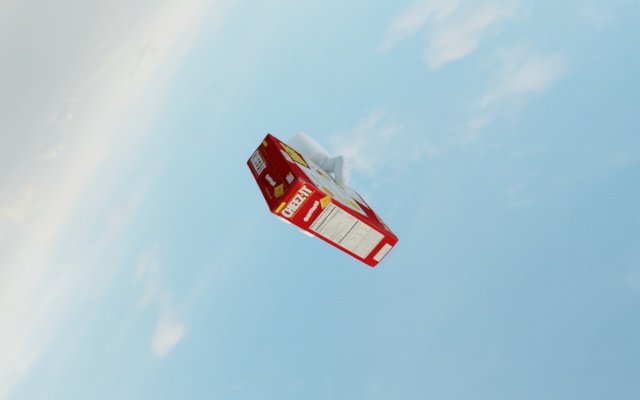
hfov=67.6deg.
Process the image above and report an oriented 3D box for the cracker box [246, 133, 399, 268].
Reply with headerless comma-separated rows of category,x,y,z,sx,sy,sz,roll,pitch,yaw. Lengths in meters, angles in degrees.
cracker box,0.000,0.002,0.748,0.214,0.072,0.164,31,13,-34
